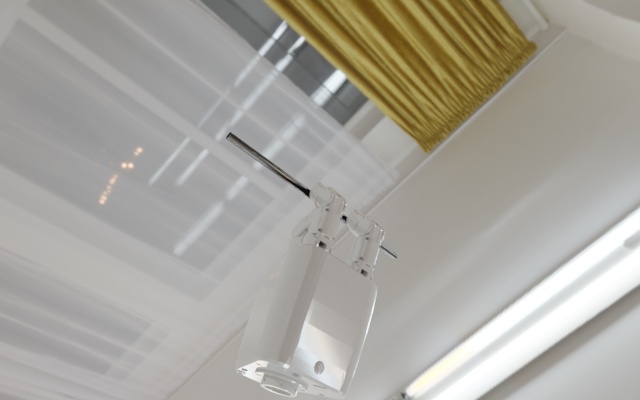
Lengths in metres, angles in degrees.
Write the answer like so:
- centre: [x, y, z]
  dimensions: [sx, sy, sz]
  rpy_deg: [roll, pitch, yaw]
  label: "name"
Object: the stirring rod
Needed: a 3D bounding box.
- centre: [0.000, 0.002, 0.507]
  dimensions: [0.239, 0.011, 0.011]
  rpy_deg: [36, -18, -26]
  label: "stirring rod"
